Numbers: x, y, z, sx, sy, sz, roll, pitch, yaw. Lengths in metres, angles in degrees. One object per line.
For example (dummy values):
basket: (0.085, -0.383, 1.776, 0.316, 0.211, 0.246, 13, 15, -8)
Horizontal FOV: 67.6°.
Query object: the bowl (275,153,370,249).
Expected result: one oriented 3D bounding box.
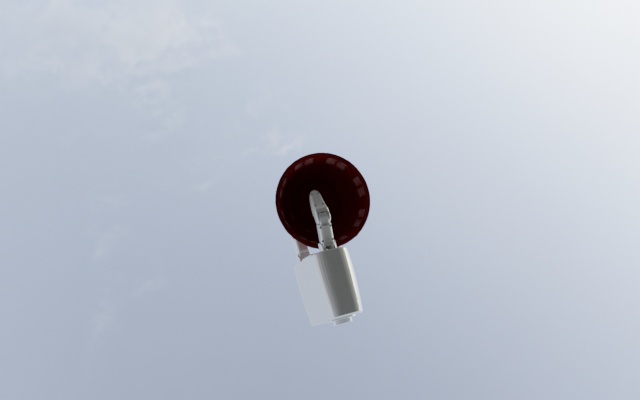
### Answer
bowl: (0.000, 0.001, 0.814, 0.162, 0.162, 0.055, 0, -7, -13)
